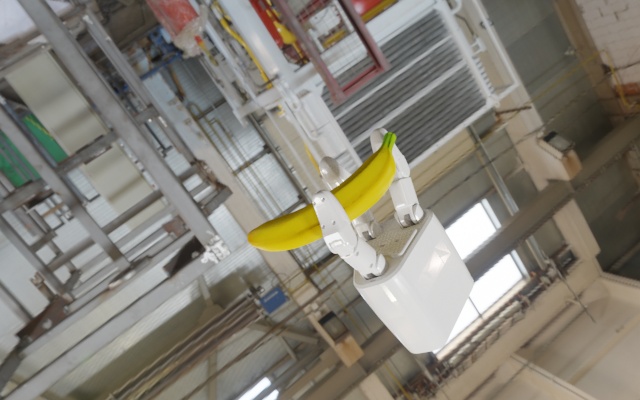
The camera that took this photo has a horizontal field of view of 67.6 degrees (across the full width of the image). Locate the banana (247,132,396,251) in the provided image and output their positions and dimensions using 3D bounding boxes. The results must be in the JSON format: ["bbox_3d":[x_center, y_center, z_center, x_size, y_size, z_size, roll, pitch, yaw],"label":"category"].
[{"bbox_3d":[0.003,0.008,0.486,0.198,0.037,0.069,-34,23,14],"label":"banana"}]
